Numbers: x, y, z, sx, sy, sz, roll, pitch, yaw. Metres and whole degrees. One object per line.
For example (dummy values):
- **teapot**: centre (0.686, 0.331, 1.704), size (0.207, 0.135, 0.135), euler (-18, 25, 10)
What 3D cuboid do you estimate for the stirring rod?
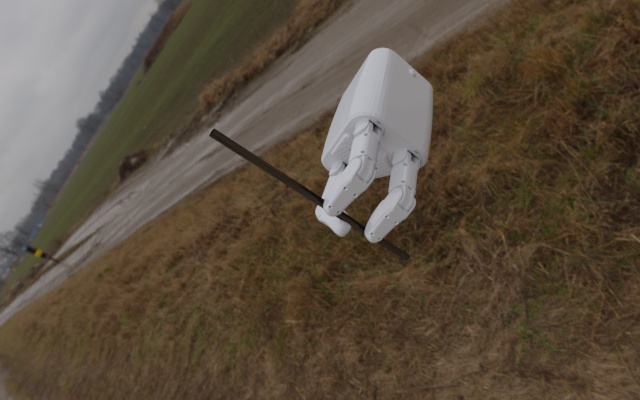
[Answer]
- **stirring rod**: centre (0.000, 0.001, 0.453), size (0.239, 0.011, 0.011), euler (33, -16, -25)
